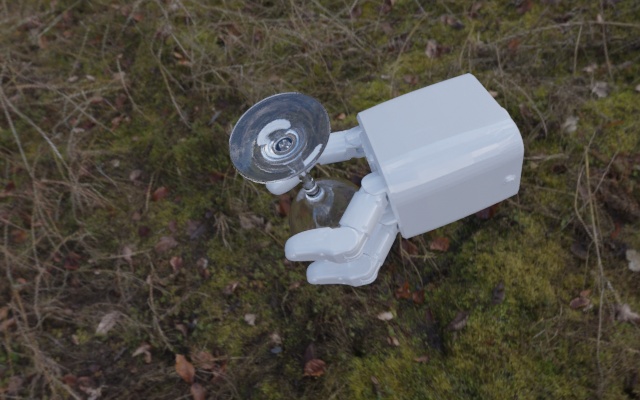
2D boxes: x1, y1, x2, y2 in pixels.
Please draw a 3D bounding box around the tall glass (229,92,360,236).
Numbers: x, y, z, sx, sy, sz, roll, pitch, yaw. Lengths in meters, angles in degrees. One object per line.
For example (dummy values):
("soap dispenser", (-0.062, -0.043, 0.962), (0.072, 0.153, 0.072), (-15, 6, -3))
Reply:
("tall glass", (0.000, 0.001, 0.408), (0.079, 0.079, 0.201), (0, -28, 19))
